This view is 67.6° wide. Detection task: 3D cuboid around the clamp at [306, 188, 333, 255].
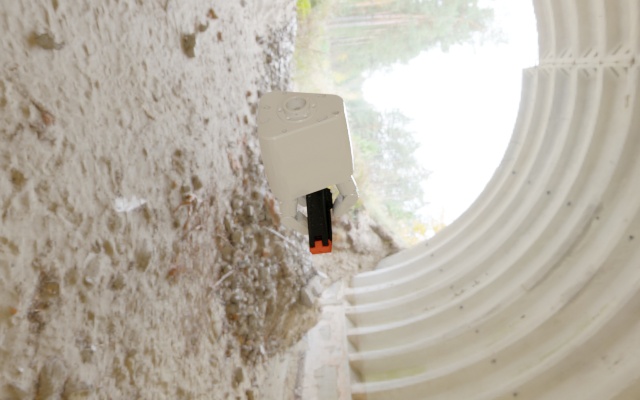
[{"bbox_3d":[0.001,0.002,0.702,0.036,0.209,0.165,-8,-41,6],"label":"clamp"}]
